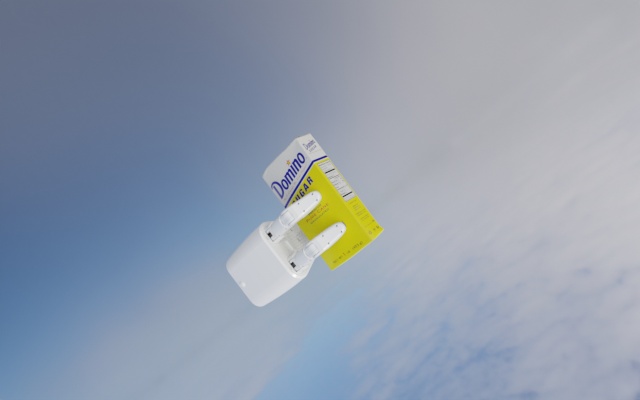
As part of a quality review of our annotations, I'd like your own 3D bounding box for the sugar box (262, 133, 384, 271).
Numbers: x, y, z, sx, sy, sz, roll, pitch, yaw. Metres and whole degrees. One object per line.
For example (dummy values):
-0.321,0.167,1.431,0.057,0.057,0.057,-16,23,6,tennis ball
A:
0.000,0.003,0.680,0.093,0.176,0.048,-42,-6,35,sugar box
